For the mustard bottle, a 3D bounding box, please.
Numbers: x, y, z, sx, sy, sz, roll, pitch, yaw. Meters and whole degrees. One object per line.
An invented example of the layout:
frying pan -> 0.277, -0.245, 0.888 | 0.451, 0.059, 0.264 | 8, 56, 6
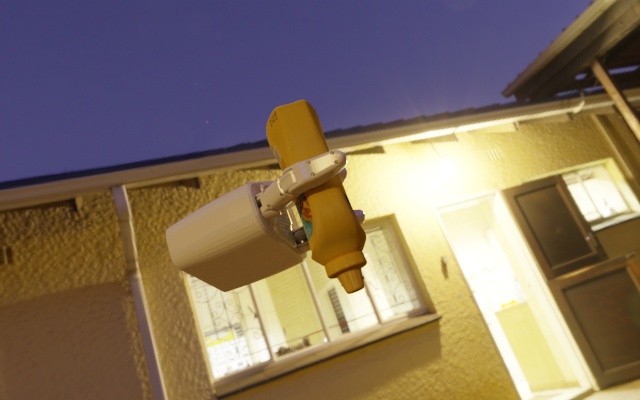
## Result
mustard bottle -> 0.000, 0.001, 0.481 | 0.058, 0.191, 0.096 | -18, -19, -10
